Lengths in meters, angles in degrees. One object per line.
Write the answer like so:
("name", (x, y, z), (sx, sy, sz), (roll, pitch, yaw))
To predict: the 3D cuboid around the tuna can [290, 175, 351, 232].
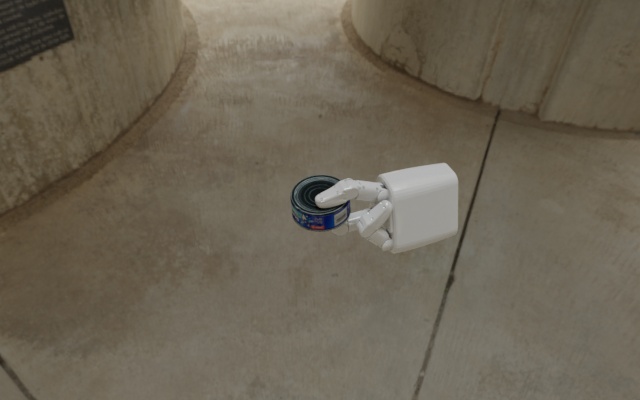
("tuna can", (0.000, 0.002, 0.679), (0.086, 0.034, 0.086), (-2, 44, 2))
